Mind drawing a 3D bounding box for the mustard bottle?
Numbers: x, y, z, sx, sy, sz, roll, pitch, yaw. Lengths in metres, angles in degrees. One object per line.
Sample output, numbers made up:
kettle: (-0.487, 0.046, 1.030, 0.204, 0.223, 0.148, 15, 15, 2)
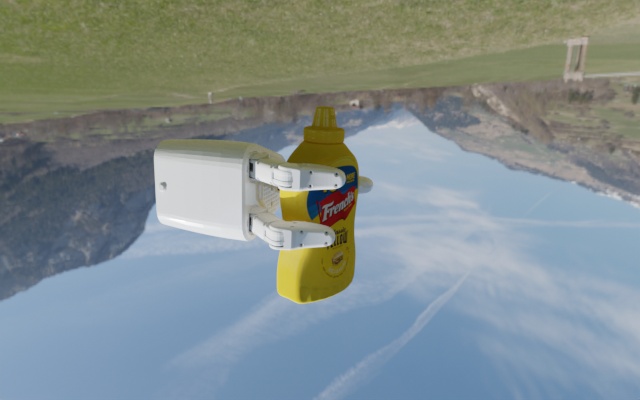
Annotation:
mustard bottle: (0.000, 0.002, 0.488, 0.058, 0.192, 0.096, 15, 19, 41)
